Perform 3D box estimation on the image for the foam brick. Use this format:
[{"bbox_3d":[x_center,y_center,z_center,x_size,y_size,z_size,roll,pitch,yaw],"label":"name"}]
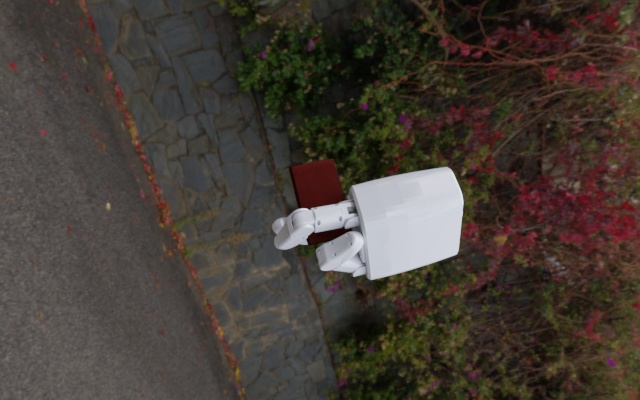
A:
[{"bbox_3d":[0.000,0.001,0.533,0.051,0.078,0.053,-14,-28,-1],"label":"foam brick"}]
